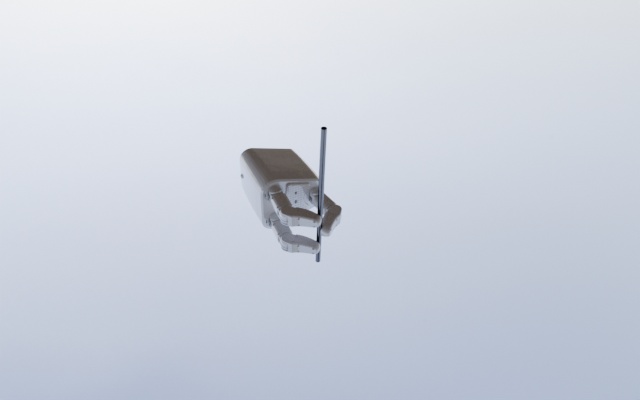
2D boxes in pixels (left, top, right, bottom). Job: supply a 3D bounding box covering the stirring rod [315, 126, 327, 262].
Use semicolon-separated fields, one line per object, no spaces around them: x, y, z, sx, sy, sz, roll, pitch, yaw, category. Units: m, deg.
0.000;0.002;0.668;0.011;0.240;0.011;2;40;-1;stirring rod
